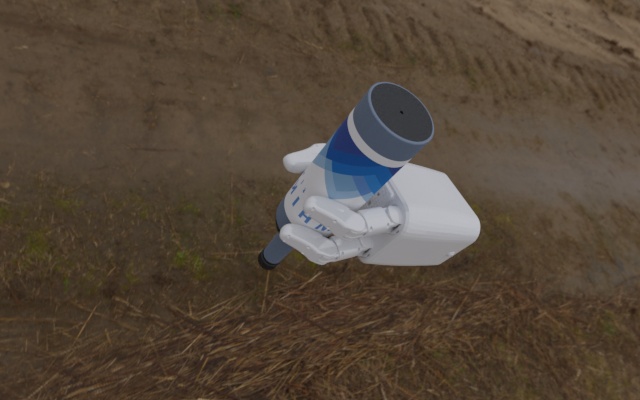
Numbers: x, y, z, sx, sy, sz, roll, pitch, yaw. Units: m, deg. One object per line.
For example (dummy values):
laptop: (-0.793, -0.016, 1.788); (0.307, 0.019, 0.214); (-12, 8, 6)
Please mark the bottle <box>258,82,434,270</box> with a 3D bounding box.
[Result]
bottle: (0.000, 0.001, 0.502); (0.069, 0.069, 0.296); (0, -31, -32)
